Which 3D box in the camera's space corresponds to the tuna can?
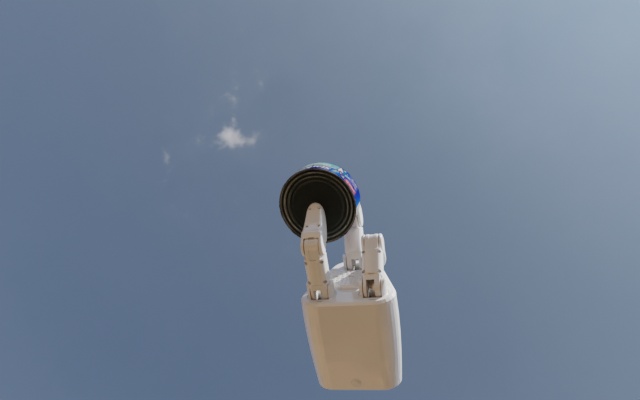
[{"bbox_3d":[0.000,0.001,0.526,0.086,0.086,0.033,0,19,15],"label":"tuna can"}]
